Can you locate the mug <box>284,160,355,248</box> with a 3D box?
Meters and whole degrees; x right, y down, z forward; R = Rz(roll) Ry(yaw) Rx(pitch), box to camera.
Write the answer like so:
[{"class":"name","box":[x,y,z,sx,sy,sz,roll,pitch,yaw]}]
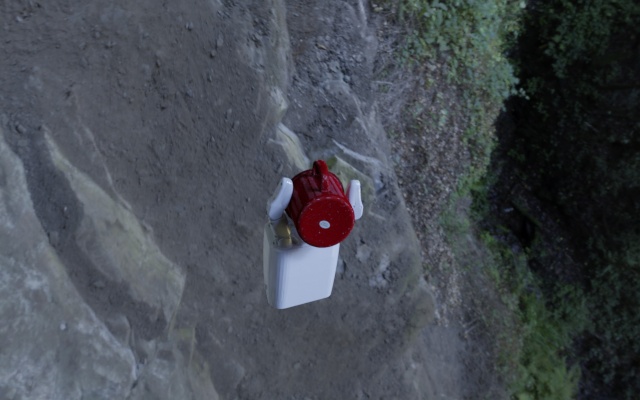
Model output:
[{"class":"mug","box":[0.000,0.001,0.658,0.093,0.117,0.081,-1,26,-14]}]
